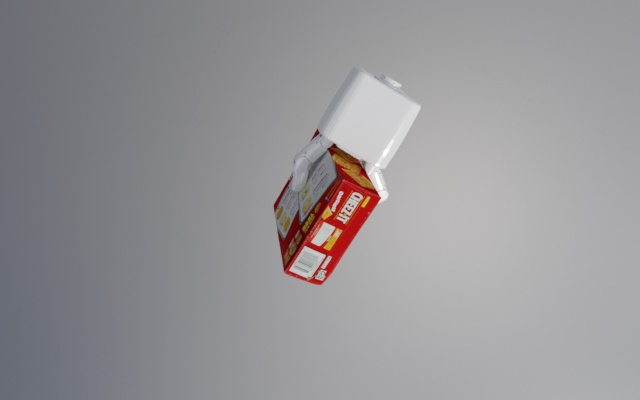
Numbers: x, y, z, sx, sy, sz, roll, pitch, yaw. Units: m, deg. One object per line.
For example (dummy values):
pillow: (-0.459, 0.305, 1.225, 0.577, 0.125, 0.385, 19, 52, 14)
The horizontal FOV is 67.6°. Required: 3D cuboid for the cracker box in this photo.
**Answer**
cracker box: (0.000, 0.002, 0.741, 0.072, 0.164, 0.213, 25, 20, -20)
